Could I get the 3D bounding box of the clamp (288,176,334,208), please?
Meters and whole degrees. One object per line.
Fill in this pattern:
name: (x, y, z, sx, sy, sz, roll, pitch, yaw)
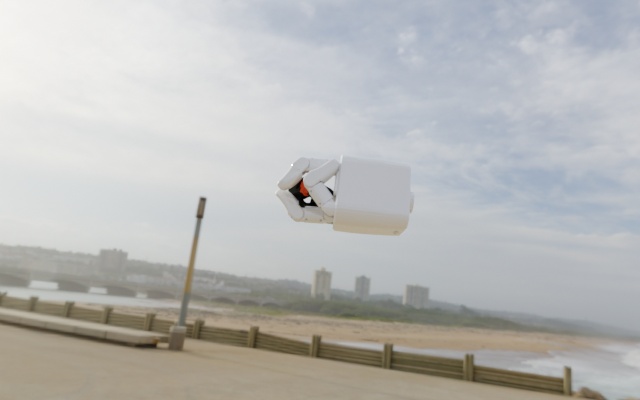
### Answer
clamp: (0.000, 0.002, 0.794, 0.120, 0.039, 0.171, 7, -12, 2)
